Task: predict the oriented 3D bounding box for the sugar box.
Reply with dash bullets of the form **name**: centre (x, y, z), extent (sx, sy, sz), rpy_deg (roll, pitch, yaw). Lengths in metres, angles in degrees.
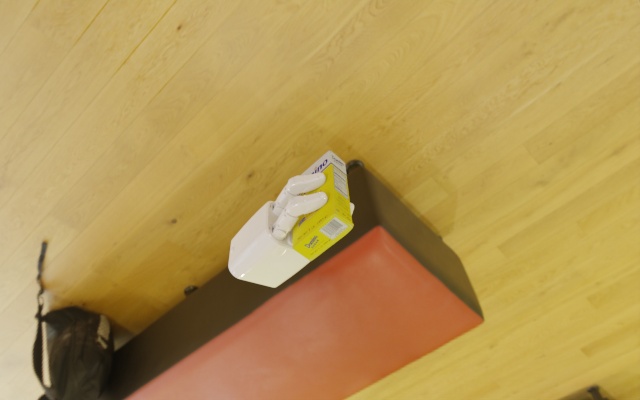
- **sugar box**: centre (0.000, 0.002, 0.759), extent (0.093, 0.176, 0.048), rpy_deg (-40, -59, 23)
